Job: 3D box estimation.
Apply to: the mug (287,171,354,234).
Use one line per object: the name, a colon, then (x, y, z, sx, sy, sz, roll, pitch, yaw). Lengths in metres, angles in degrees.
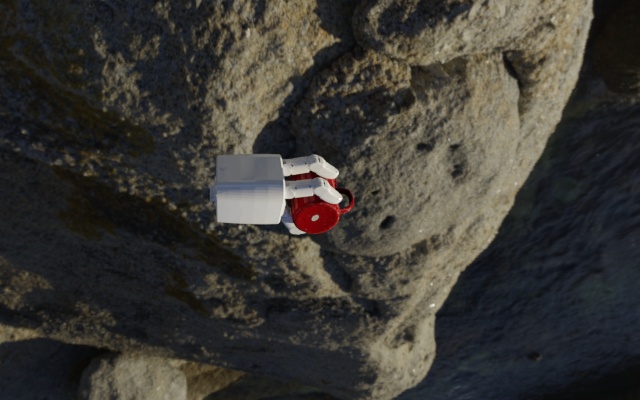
mug: (0.002, 0.003, 0.828, 0.117, 0.081, 0.093, -1, -44, -9)
